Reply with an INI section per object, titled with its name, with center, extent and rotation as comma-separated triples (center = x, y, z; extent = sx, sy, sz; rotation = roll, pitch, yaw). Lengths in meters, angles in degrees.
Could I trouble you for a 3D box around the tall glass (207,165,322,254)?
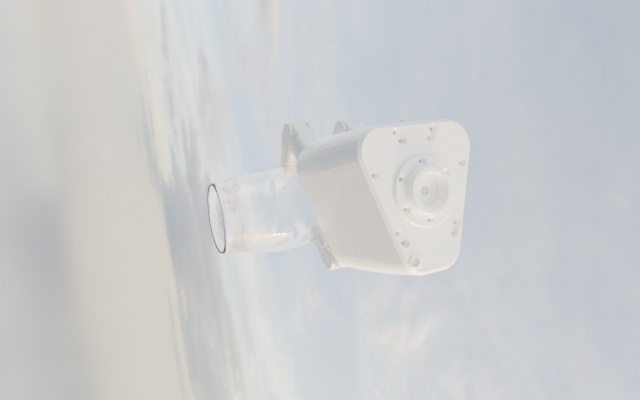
[tall glass]
center = 0.001, 0.001, 0.450
extent = 0.201, 0.079, 0.079
rotation = -9, 3, -23
